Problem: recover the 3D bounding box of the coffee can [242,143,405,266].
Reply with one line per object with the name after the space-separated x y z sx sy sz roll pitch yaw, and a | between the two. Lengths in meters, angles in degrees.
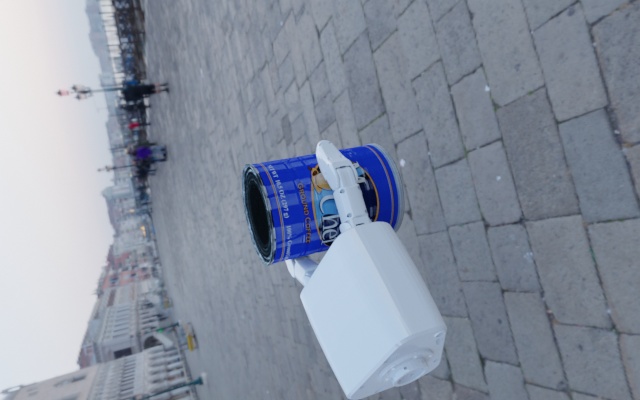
0.000 0.001 0.495 0.140 0.103 0.103 -11 4 -20 | coffee can
